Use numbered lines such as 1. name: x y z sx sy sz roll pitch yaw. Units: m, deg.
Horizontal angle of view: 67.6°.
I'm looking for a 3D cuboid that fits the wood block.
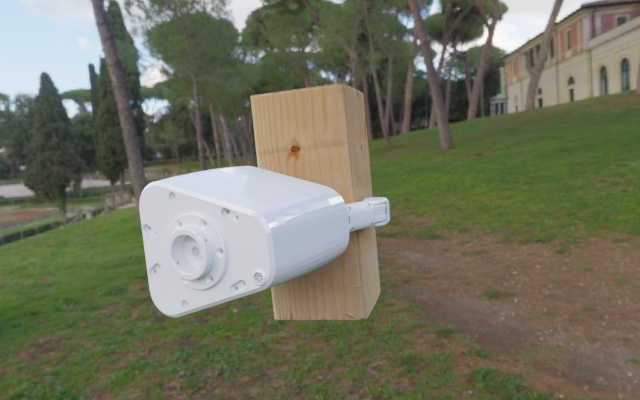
1. wood block: 0.000 0.001 0.462 0.091 0.206 0.090 -4 5 16
